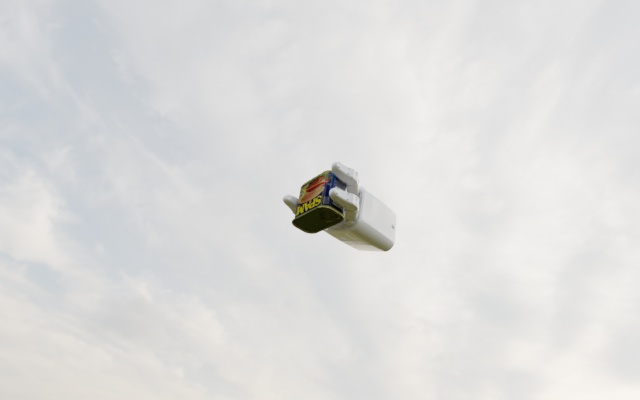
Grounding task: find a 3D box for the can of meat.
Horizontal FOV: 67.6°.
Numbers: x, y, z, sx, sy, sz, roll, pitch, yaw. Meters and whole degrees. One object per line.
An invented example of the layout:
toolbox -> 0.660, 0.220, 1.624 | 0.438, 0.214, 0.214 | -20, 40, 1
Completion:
can of meat -> 0.000, 0.003, 0.874 | 0.057, 0.084, 0.102 | 31, -39, -29
